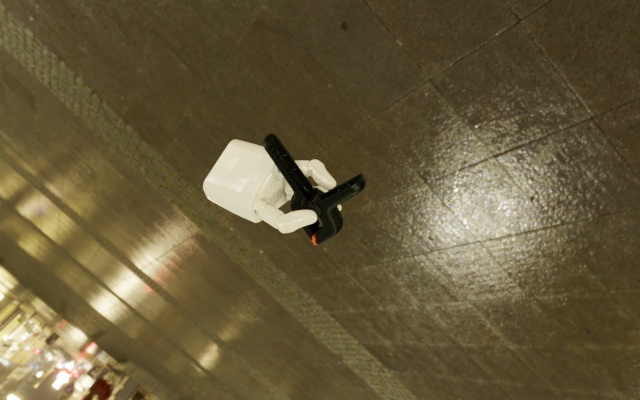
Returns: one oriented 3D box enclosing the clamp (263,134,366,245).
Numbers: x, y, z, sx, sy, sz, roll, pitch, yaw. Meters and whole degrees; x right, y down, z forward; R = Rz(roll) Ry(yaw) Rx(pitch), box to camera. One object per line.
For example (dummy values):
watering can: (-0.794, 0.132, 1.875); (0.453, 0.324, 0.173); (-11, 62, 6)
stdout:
clamp: (0.000, 0.003, 0.724); (0.164, 0.210, 0.036); (23, 56, 28)
